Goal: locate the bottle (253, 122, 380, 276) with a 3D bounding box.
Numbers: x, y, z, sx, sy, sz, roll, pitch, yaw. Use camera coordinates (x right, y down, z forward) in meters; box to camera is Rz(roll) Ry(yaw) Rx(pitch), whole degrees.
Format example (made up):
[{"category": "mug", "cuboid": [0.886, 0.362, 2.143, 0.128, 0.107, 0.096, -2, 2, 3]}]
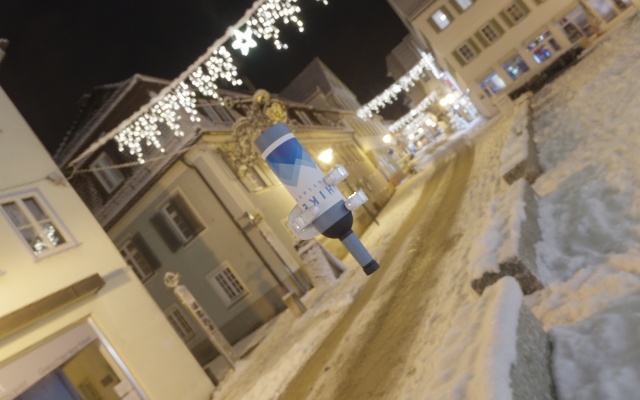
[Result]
[{"category": "bottle", "cuboid": [0.000, 0.002, 0.812, 0.069, 0.295, 0.069, -37, -4, -3]}]
